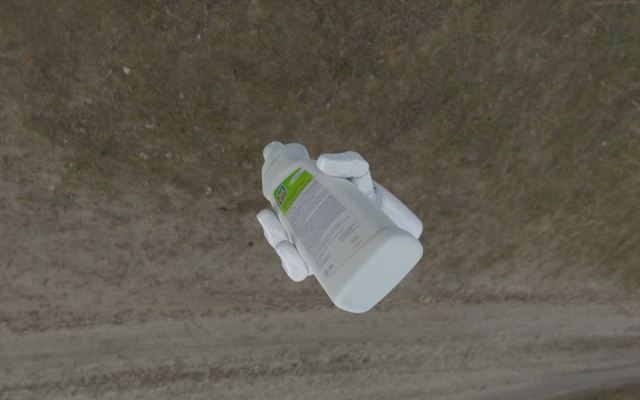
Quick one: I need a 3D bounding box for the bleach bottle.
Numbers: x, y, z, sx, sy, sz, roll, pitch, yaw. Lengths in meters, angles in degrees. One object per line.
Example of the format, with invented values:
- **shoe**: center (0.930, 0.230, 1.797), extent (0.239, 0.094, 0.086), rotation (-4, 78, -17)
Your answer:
- **bleach bottle**: center (0.000, 0.002, 0.537), extent (0.068, 0.102, 0.250), rotation (30, 16, -45)
